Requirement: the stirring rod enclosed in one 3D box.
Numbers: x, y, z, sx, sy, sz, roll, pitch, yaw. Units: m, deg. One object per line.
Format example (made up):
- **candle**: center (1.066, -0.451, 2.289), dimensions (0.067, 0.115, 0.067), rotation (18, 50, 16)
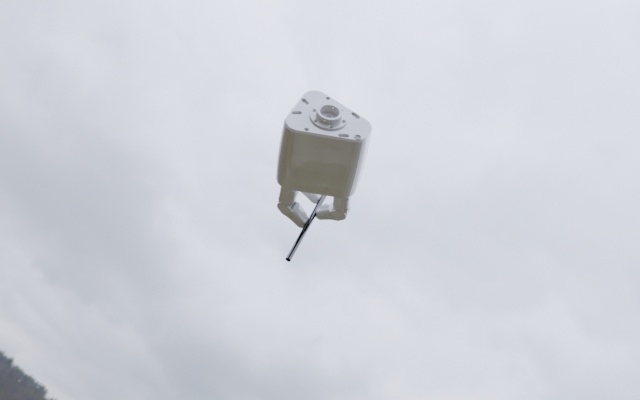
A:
- **stirring rod**: center (0.000, 0.002, 0.747), dimensions (0.011, 0.011, 0.239), rotation (0, 42, 31)
